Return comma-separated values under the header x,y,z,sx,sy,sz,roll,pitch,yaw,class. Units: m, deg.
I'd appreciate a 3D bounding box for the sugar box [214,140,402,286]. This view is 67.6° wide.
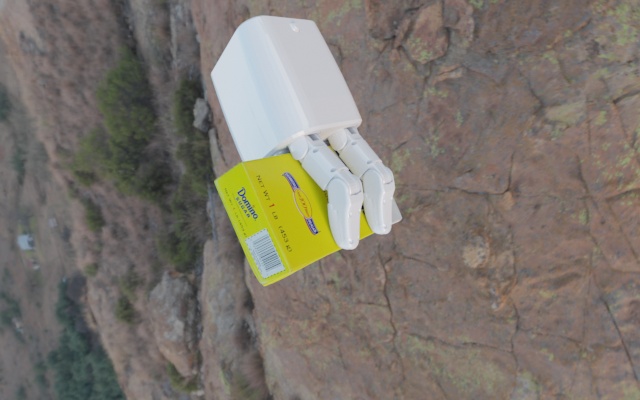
x,y,z,sx,sy,sz,roll,pitch,yaw,class
0.000,0.001,0.427,0.048,0.093,0.176,-27,-5,41,sugar box
